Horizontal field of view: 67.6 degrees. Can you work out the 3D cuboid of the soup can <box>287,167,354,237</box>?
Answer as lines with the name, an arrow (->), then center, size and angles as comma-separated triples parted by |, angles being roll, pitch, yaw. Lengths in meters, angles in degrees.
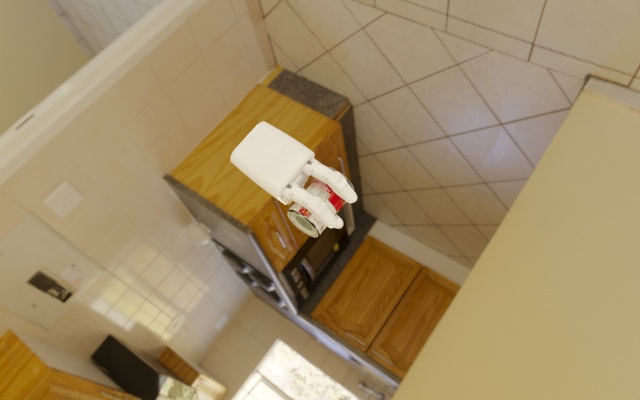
soup can -> 0.000, 0.003, 0.803 | 0.068, 0.102, 0.068 | 34, -21, 14
